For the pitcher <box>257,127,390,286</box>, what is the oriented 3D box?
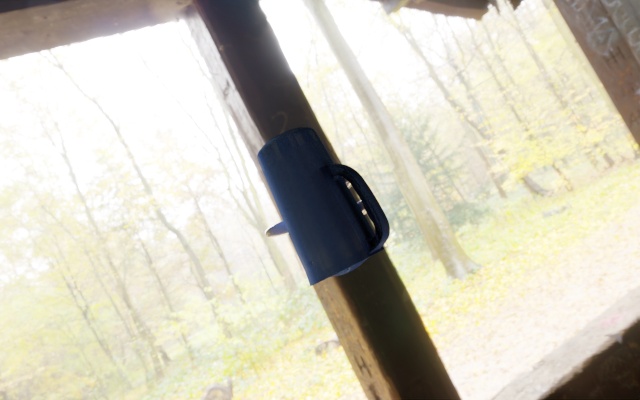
[{"bbox_3d":[0.000,0.003,0.777,0.149,0.243,0.145,-26,-7,-4],"label":"pitcher"}]
